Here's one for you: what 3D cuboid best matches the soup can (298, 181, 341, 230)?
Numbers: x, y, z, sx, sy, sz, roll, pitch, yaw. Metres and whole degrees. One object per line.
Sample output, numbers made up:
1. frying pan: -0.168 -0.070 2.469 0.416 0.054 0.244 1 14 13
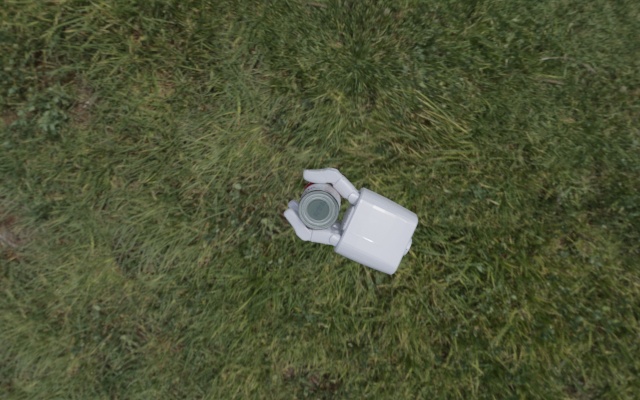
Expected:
1. soup can: 0.000 0.002 0.799 0.068 0.068 0.102 0 16 4
